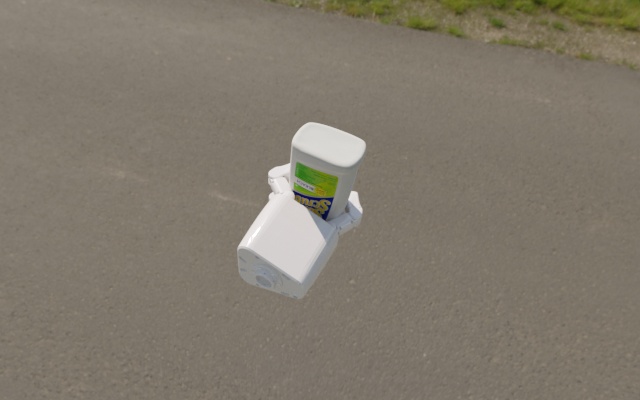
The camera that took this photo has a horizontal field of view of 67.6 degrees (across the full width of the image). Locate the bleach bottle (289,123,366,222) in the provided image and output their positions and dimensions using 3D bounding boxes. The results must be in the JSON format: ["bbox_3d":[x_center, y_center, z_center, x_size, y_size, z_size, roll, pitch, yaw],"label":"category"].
[{"bbox_3d":[0.000,0.002,0.735,0.102,0.068,0.251,23,-39,13],"label":"bleach bottle"}]
